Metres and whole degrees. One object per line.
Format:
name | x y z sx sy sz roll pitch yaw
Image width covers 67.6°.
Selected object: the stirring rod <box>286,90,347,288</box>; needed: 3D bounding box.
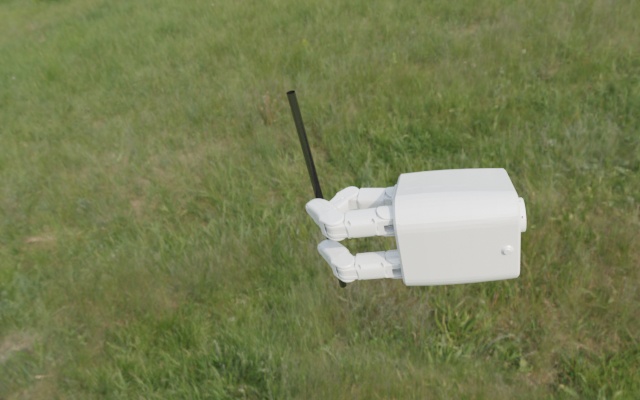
stirring rod | 0.000 0.002 0.487 0.011 0.240 0.011 -10 34 7
